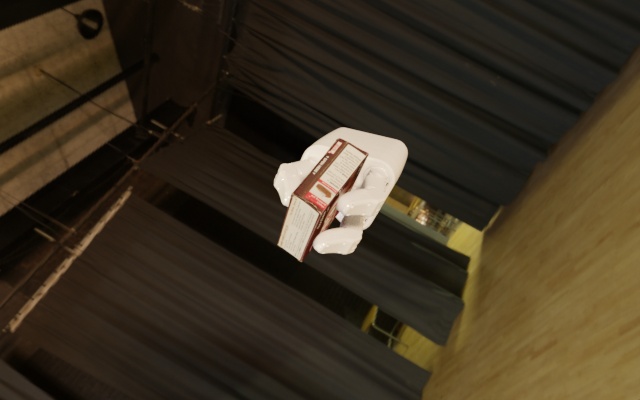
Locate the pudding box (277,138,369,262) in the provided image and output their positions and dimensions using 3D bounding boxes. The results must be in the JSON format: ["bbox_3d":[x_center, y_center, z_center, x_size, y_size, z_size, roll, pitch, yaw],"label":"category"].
[{"bbox_3d":[0.000,0.001,0.496,0.039,0.090,0.114,32,-32,9],"label":"pudding box"}]
